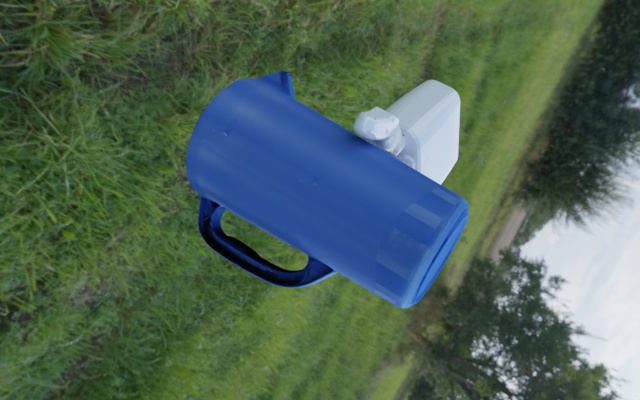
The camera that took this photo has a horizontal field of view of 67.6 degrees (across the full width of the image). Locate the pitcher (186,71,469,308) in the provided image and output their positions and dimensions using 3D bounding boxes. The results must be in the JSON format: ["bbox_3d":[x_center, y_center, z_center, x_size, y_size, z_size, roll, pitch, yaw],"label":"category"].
[{"bbox_3d":[0.000,0.001,0.447,0.243,0.149,0.145,31,49,21],"label":"pitcher"}]
